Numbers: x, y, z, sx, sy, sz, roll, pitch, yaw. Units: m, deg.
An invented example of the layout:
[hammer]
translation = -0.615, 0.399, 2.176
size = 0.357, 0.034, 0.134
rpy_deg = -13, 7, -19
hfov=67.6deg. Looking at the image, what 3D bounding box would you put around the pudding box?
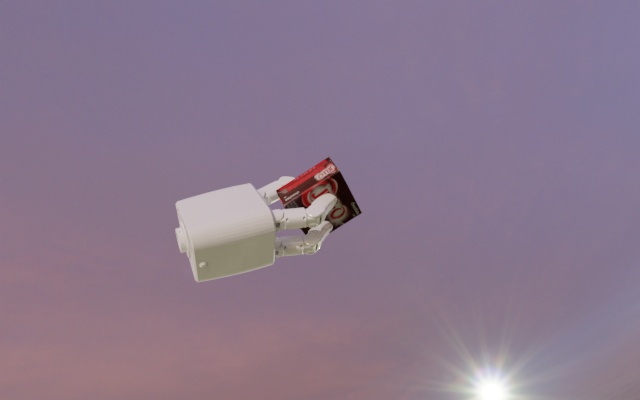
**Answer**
[pudding box]
translation = 0.000, 0.002, 0.686
size = 0.090, 0.039, 0.114
rpy_deg = -32, -38, 1
